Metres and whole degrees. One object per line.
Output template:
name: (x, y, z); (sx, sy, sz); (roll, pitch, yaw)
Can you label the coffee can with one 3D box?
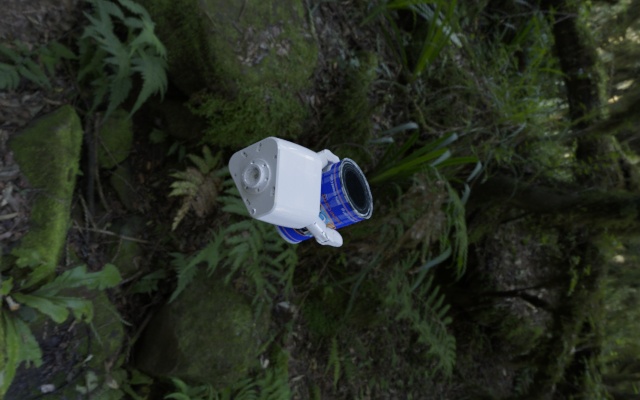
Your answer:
coffee can: (0.000, 0.003, 0.787); (0.140, 0.103, 0.103); (-21, -10, 27)
